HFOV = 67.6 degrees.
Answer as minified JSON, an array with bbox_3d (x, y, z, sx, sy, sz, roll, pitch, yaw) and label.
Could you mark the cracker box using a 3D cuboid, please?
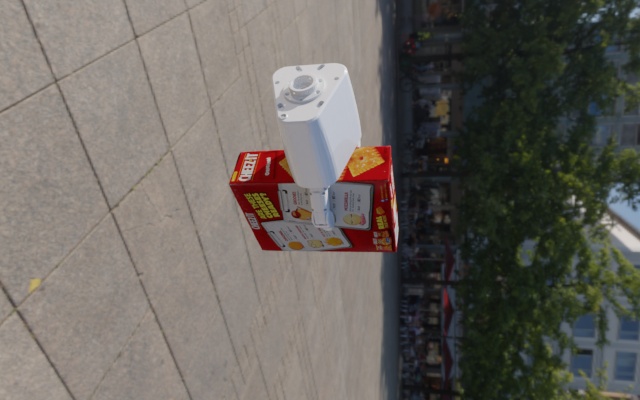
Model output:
[{"bbox_3d":[0.000,0.002,0.688,0.213,0.072,0.164,0,-39,14],"label":"cracker box"}]
